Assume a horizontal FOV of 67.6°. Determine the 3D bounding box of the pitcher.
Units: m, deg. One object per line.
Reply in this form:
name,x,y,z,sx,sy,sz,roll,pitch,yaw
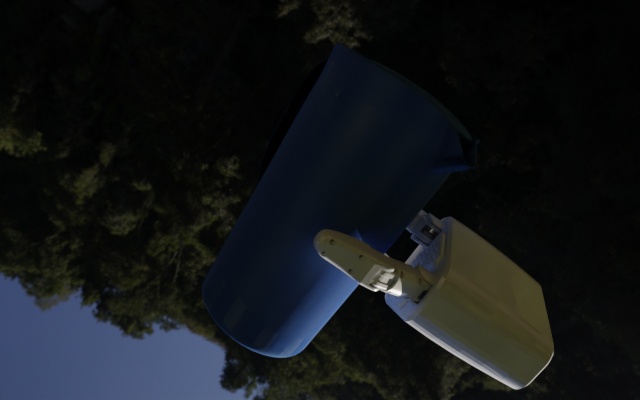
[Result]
pitcher,0.000,0.001,0.403,0.145,0.243,0.149,34,14,-4
